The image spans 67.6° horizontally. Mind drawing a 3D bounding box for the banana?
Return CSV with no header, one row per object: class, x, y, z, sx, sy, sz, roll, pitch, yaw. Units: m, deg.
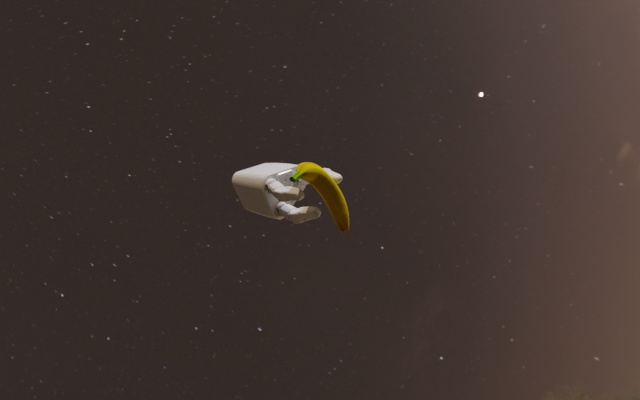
banana,0.005,-0.015,0.887,0.037,0.069,0.198,6,-27,40
